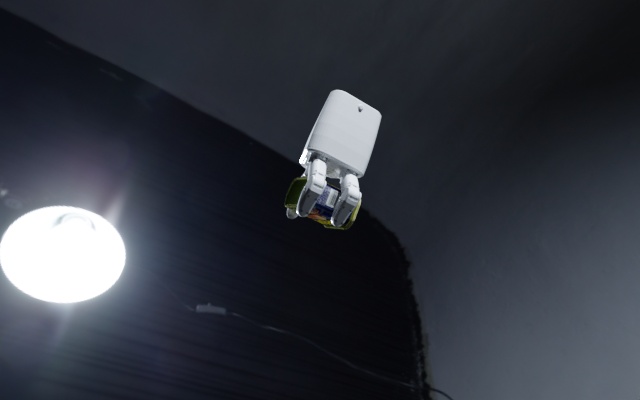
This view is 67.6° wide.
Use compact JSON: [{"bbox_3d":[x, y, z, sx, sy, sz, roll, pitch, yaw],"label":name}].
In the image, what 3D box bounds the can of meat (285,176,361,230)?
[{"bbox_3d":[0.000,0.002,0.746,0.084,0.057,0.102,25,-10,-22],"label":"can of meat"}]
